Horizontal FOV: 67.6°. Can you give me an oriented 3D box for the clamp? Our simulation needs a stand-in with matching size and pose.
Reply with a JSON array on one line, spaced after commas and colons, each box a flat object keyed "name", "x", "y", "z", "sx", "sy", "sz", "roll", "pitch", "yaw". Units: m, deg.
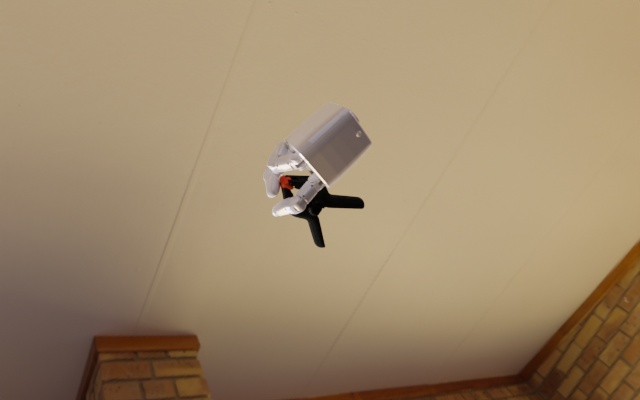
[{"name": "clamp", "x": 0.000, "y": 0.002, "z": 0.844, "sx": 0.171, "sy": 0.120, "sz": 0.039, "roll": 48, "pitch": -1, "yaw": -40}]
